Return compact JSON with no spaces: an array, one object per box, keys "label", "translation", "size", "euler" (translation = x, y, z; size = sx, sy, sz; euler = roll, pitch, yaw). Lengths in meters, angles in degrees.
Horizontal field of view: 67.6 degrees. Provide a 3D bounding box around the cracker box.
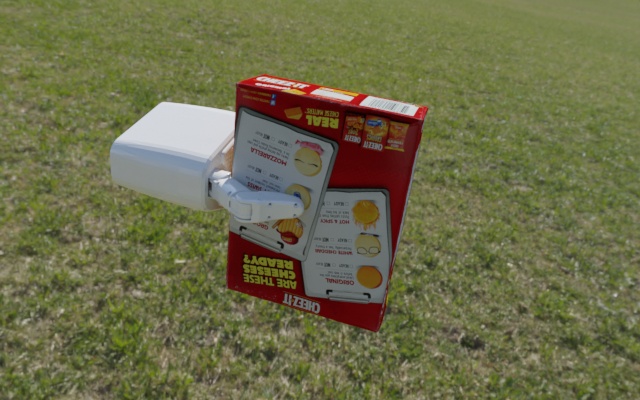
[{"label":"cracker box","translation":[0.000,0.001,0.459],"size":[0.164,0.214,0.072],"euler":[14,26,14]}]
